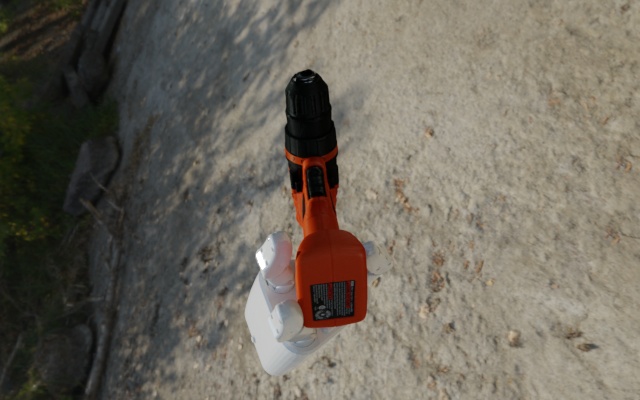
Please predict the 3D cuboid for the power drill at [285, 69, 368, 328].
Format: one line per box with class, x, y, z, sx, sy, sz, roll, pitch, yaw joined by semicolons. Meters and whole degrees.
power drill;0.000;0.002;0.428;0.057;0.185;0.187;-7;42;-1
